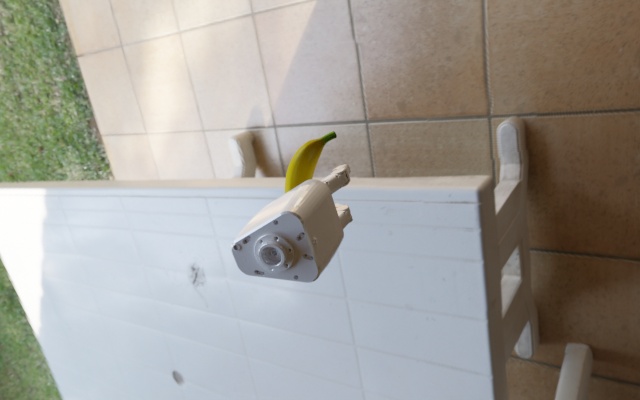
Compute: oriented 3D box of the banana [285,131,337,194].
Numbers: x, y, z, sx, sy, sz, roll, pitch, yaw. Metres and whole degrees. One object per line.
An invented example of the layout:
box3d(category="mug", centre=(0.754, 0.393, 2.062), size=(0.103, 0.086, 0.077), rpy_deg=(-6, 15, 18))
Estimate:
box3d(category="banana", centre=(-0.018, -0.002, 0.692), size=(0.069, 0.198, 0.037), rpy_deg=(4, 19, -4))
